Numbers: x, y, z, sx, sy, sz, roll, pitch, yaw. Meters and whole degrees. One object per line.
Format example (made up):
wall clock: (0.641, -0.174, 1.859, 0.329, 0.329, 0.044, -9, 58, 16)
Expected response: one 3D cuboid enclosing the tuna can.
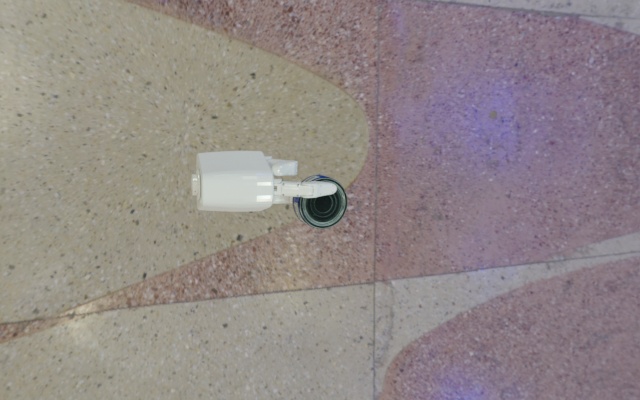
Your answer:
tuna can: (0.000, 0.003, 0.772, 0.086, 0.086, 0.033, 0, 8, -21)
